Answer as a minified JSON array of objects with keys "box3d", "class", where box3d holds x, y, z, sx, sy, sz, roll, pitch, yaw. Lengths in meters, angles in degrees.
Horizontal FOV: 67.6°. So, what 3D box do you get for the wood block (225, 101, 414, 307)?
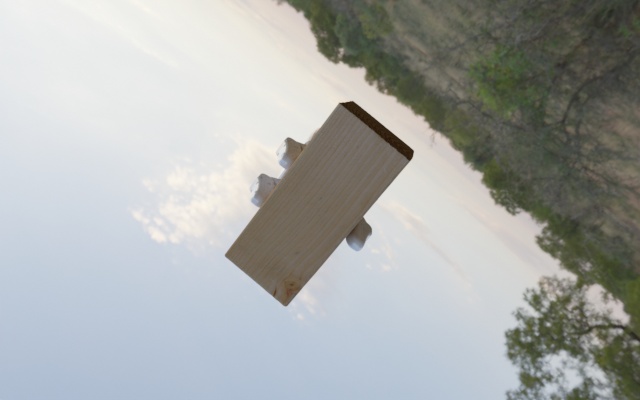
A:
[{"box3d":[0.000,0.002,0.523,0.091,0.206,0.090,39,18,2],"class":"wood block"}]
